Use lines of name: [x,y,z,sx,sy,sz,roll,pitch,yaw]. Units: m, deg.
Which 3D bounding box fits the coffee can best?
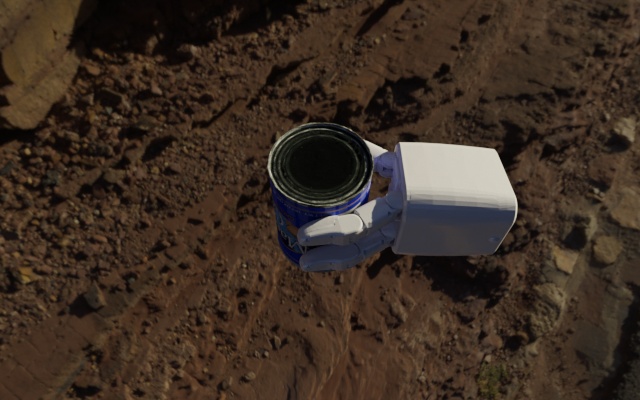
coffee can: [0.000,0.002,0.513,0.103,0.102,0.140,0,-33,0]
